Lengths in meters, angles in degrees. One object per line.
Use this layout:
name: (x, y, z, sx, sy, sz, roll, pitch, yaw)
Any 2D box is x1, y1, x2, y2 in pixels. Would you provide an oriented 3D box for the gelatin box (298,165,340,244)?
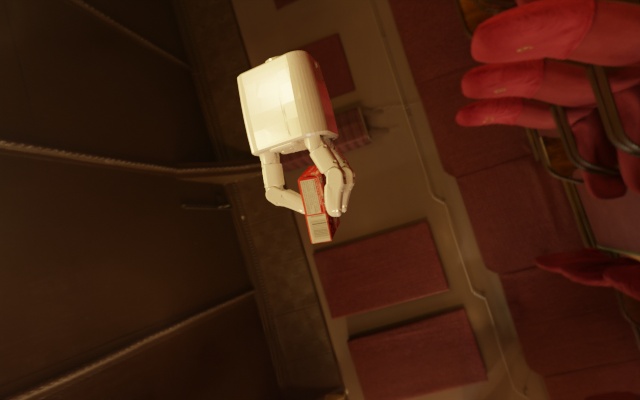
gelatin box: (0.000, 0.002, 0.625, 0.030, 0.089, 0.073, -9, 14, 13)
